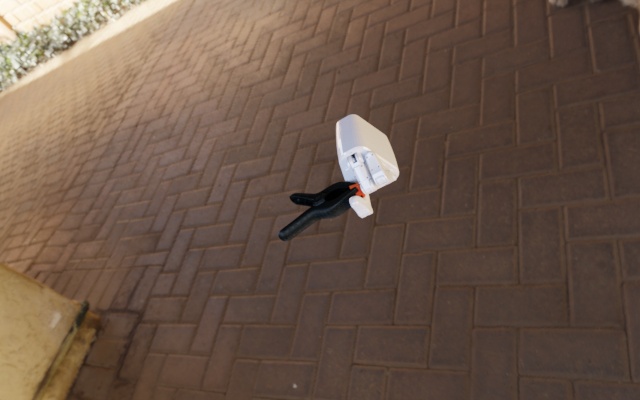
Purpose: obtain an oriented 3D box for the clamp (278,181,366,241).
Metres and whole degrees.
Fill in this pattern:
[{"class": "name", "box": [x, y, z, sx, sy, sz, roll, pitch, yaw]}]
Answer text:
[{"class": "clamp", "box": [0.000, 0.002, 0.874, 0.171, 0.120, 0.039, -24, -51, 17]}]
